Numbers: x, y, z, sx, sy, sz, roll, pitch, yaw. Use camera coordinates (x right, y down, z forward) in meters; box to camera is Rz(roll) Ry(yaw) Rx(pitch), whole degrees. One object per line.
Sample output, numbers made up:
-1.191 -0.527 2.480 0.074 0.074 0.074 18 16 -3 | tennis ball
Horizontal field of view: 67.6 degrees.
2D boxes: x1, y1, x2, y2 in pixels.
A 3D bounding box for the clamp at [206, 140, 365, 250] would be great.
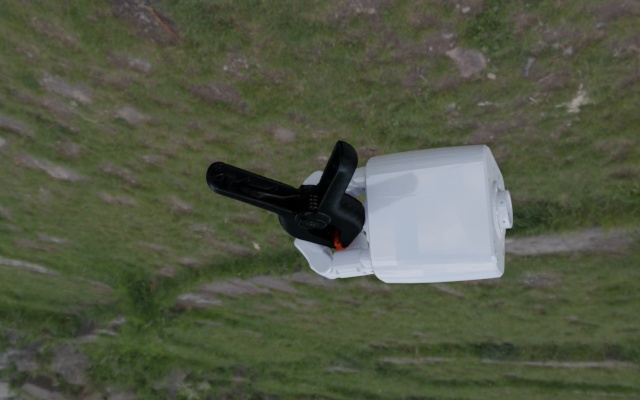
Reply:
0.000 0.002 0.409 0.120 0.039 0.171 -6 -23 29 | clamp
